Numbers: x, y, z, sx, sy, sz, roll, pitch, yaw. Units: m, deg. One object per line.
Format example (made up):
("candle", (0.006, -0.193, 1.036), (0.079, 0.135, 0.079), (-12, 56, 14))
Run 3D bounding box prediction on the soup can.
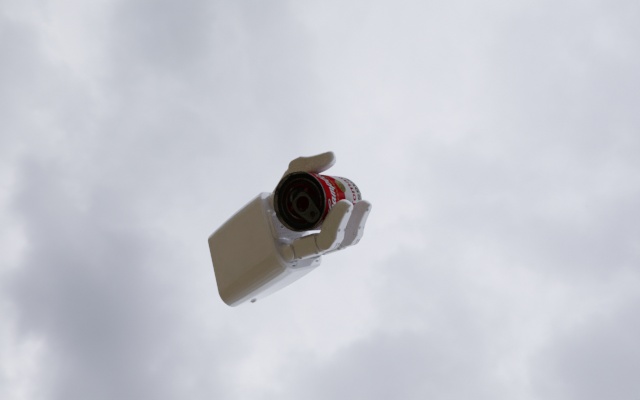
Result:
("soup can", (0.001, 0.002, 0.573), (0.068, 0.068, 0.102), (0, -1, 29))
